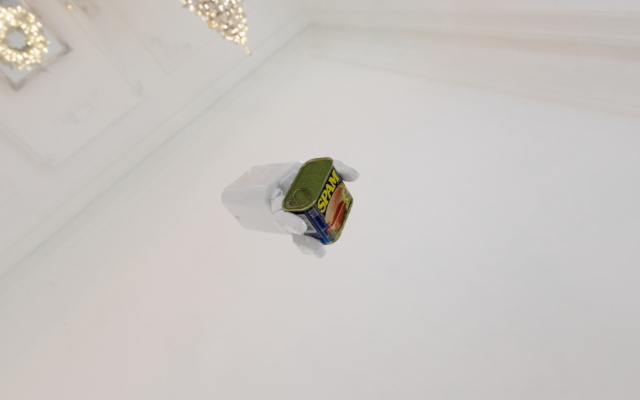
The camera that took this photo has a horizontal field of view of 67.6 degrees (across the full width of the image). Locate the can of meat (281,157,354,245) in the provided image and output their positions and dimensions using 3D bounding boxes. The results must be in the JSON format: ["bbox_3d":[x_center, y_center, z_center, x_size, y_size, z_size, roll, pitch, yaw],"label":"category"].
[{"bbox_3d":[0.000,0.002,0.694,0.057,0.102,0.084,-3,-44,34],"label":"can of meat"}]
